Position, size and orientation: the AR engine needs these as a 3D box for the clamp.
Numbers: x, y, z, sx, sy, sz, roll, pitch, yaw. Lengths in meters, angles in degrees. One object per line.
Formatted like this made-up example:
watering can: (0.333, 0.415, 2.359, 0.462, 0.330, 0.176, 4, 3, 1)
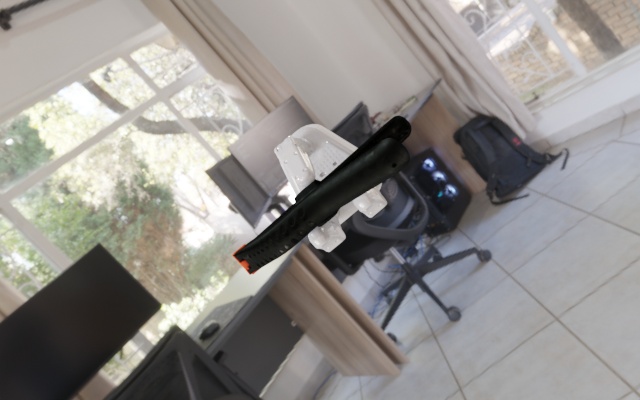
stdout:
clamp: (-0.001, 0.001, 0.423, 0.210, 0.036, 0.164, -40, 4, 12)
